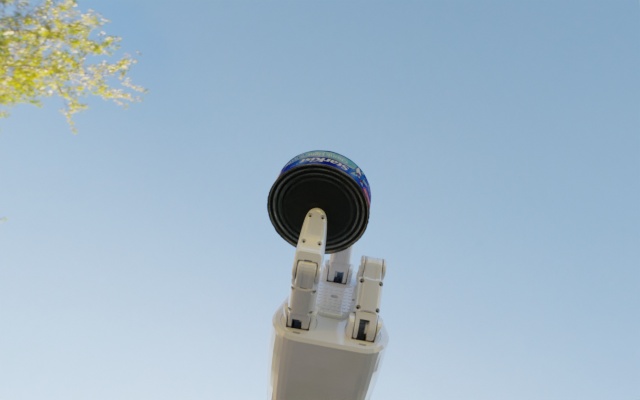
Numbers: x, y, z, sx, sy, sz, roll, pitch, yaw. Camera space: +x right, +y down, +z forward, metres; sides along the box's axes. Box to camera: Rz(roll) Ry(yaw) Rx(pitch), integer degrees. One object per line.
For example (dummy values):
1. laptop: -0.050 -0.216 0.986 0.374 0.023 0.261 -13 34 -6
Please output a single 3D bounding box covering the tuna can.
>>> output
1. tuna can: 0.000 0.001 0.406 0.086 0.086 0.033 0 29 10
